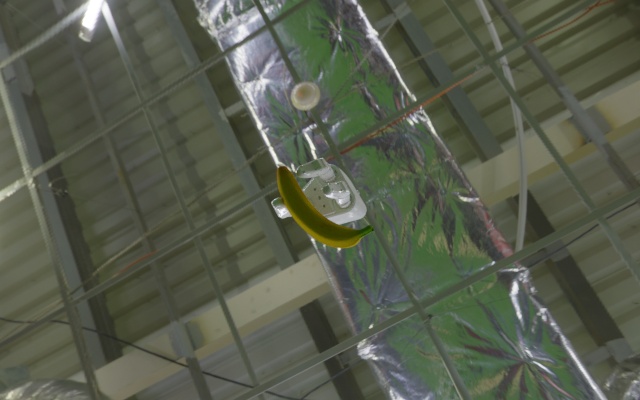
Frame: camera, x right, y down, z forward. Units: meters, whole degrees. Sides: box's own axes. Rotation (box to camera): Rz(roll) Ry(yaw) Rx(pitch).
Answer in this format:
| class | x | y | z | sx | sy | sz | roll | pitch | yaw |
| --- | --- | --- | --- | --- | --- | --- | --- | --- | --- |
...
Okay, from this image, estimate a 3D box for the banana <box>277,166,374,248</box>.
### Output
| class | x | y | z | sx | sy | sz | roll | pitch | yaw |
| --- | --- | --- | --- | --- | --- | --- | --- | --- | --- |
| banana | -0.007 | 0.020 | 0.760 | 0.197 | 0.069 | 0.037 | 34 | 5 | 24 |
